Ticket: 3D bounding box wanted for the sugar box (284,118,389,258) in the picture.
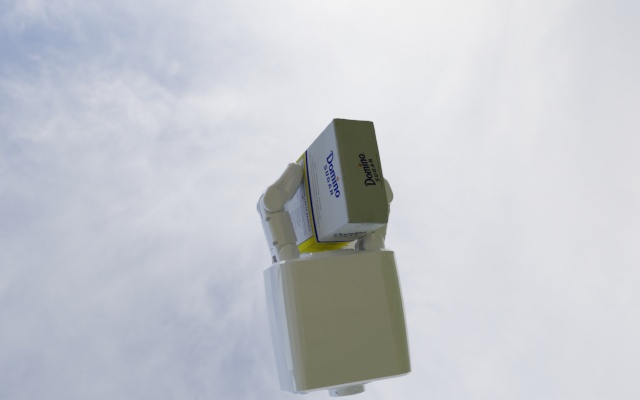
[{"bbox_3d":[0.001,0.002,0.460,0.048,0.093,0.176,1,-18,-26],"label":"sugar box"}]
